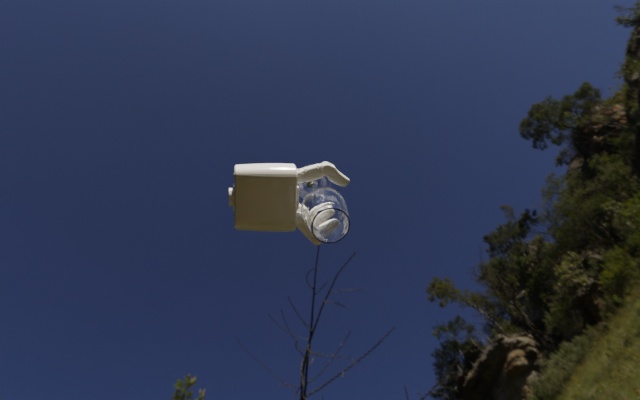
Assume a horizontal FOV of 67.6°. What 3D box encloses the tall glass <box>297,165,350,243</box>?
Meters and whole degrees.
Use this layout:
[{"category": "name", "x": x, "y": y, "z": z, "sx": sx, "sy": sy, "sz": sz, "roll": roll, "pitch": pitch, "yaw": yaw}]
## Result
[{"category": "tall glass", "x": 0.000, "y": 0.002, "z": 0.835, "sx": 0.079, "sy": 0.079, "sz": 0.201, "roll": 0, "pitch": 22, "yaw": -10}]
